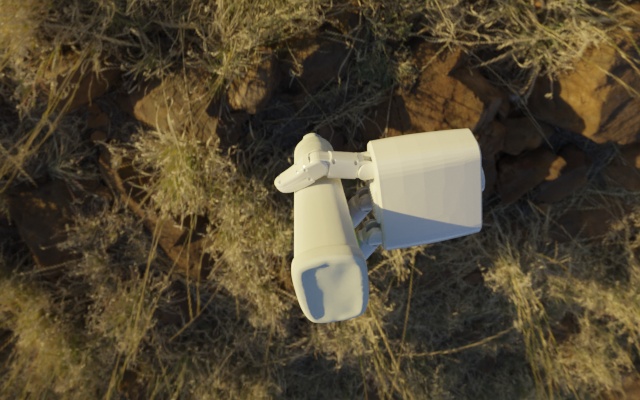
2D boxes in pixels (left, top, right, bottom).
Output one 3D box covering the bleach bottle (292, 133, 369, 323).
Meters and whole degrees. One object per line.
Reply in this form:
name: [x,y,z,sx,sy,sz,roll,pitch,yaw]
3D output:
bleach bottle: [0.000,0.002,0.524,0.068,0.103,0.250,-9,43,1]
